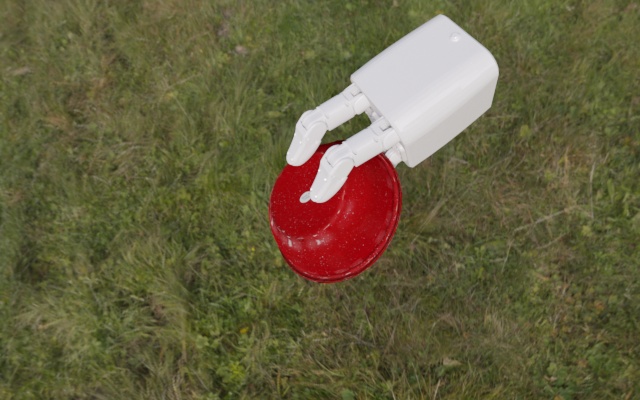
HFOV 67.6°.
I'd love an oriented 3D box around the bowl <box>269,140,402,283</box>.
[{"bbox_3d":[-0.001,0.003,0.498,0.162,0.162,0.055,0,-17,35],"label":"bowl"}]
